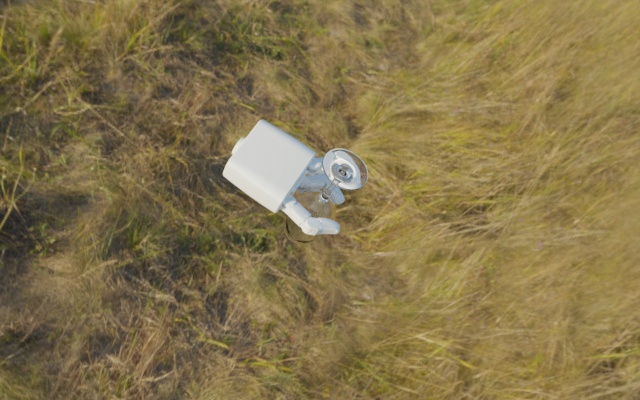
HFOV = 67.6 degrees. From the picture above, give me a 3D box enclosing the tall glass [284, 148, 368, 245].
[{"bbox_3d":[0.000,0.002,0.784,0.079,0.079,0.201,0,-30,-25],"label":"tall glass"}]
